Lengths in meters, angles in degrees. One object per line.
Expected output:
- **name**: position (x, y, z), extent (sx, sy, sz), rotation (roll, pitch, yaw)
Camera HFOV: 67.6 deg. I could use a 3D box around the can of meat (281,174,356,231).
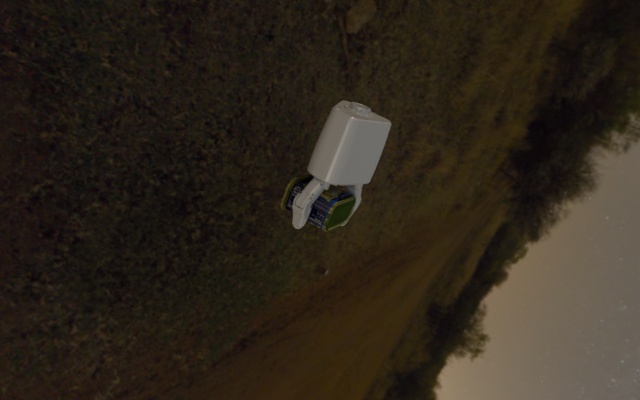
- **can of meat**: position (0.000, 0.003, 0.769), extent (0.084, 0.057, 0.102), rotation (29, 21, 20)
